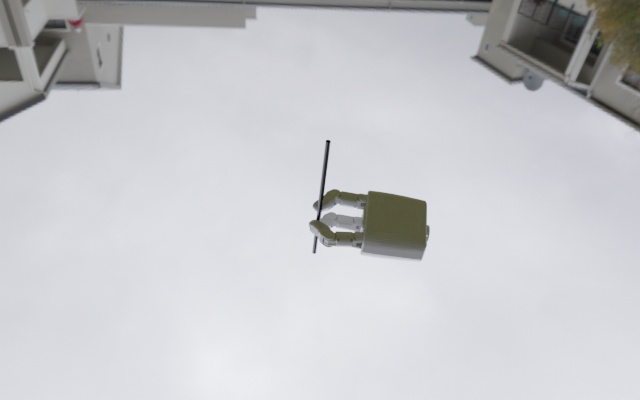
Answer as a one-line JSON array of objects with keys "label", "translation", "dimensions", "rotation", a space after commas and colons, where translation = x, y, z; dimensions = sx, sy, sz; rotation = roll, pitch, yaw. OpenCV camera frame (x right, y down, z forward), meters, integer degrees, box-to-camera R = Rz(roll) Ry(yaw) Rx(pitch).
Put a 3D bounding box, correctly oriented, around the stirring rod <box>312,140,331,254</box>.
[{"label": "stirring rod", "translation": [0.000, 0.003, 0.799], "dimensions": [0.011, 0.240, 0.011], "rotation": [4, 39, -4]}]
